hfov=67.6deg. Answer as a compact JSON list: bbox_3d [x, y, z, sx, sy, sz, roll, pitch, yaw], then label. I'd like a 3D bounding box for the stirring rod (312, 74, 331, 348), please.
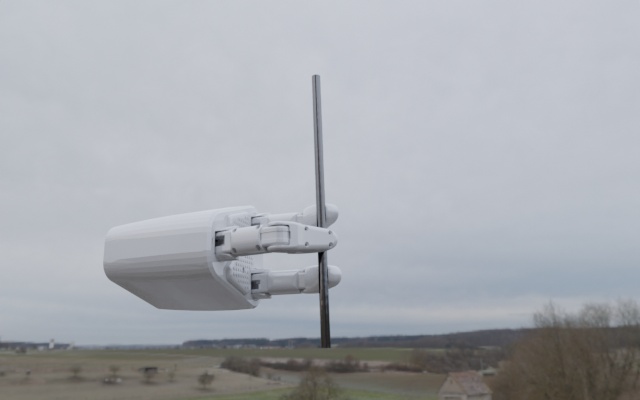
[{"bbox_3d":[0.000,0.001,0.411,0.011,0.239,0.011,-2,-15,-1],"label":"stirring rod"}]
